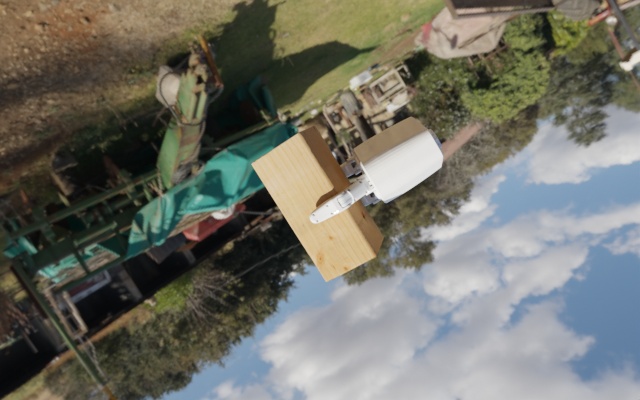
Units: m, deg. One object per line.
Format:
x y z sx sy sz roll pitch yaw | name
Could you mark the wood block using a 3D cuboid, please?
0.000 0.002 0.718 0.090 0.206 0.090 -30 5 20 | wood block
